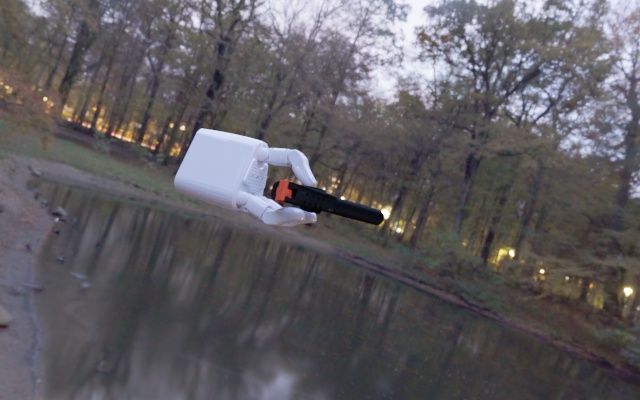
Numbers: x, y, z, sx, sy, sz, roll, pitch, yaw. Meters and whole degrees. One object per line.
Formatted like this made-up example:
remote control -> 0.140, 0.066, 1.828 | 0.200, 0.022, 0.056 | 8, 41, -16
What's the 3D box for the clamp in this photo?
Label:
clamp -> 0.000, 0.001, 0.682 | 0.164, 0.036, 0.210 | 13, -2, 16
